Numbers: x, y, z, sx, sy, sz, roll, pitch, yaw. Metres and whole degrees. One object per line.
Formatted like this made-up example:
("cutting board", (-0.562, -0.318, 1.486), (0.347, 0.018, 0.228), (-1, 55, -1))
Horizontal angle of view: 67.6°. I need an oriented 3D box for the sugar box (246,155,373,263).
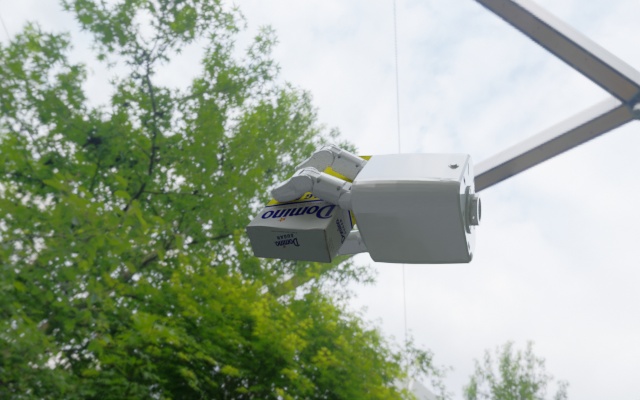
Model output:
("sugar box", (0.000, 0.001, 0.546), (0.093, 0.048, 0.176), (1, 27, 25))
